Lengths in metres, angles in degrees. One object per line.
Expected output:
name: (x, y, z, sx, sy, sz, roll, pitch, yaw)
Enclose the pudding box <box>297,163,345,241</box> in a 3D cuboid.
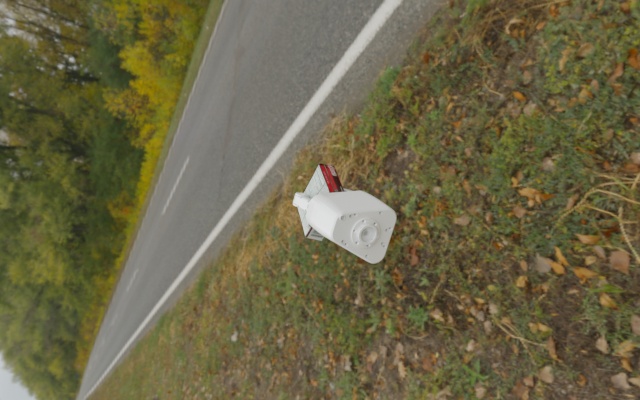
pudding box: (0.000, 0.003, 0.872, 0.039, 0.113, 0.090, 13, 37, -26)
